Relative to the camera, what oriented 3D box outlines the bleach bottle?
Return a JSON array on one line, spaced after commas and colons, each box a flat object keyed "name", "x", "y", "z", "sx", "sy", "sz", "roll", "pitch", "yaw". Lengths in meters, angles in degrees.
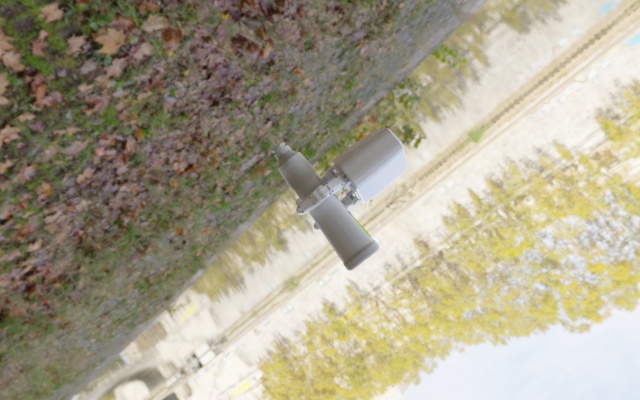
[{"name": "bleach bottle", "x": 0.000, "y": 0.003, "z": 0.827, "sx": 0.068, "sy": 0.251, "sz": 0.102, "roll": -38, "pitch": -7, "yaw": 1}]
